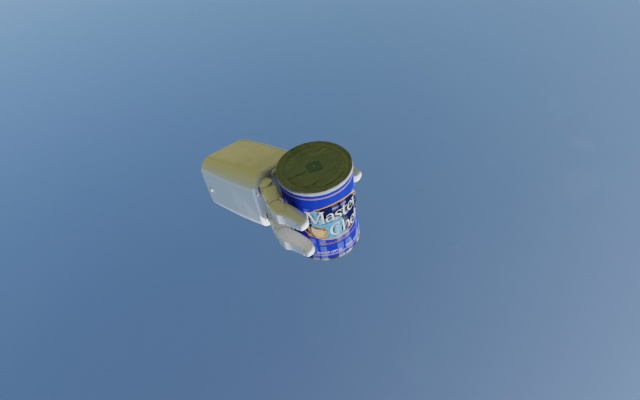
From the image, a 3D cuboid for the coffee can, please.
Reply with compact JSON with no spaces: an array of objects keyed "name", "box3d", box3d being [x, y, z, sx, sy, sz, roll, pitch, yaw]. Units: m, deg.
[{"name":"coffee can","box3d":[0.000,0.002,0.677,0.103,0.102,0.140,0,-44,10]}]
